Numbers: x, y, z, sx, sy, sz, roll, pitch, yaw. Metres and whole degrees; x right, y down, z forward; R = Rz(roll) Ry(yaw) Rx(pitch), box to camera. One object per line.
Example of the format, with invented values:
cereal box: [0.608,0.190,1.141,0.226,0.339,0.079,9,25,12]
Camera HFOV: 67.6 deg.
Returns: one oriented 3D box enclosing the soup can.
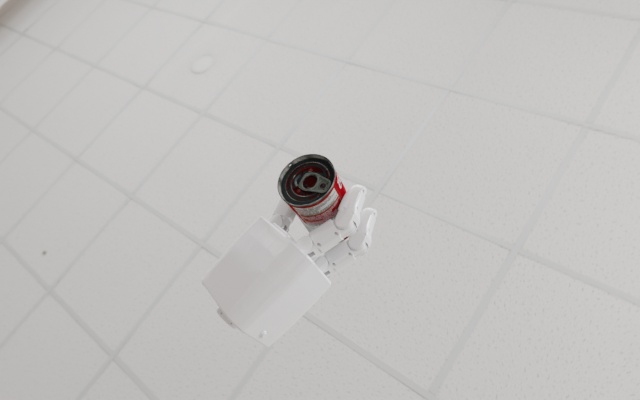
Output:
soup can: [0.000,0.002,0.564,0.068,0.068,0.102,0,-30,22]
